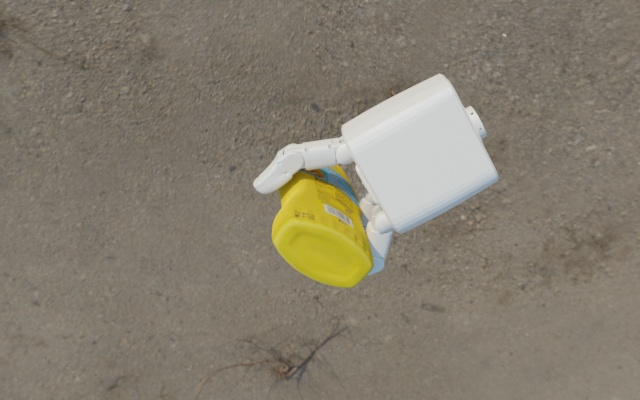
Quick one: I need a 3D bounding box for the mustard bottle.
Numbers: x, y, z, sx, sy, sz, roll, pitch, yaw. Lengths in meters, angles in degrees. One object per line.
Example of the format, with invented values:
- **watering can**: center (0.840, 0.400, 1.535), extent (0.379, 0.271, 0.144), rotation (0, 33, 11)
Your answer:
- **mustard bottle**: center (0.000, 0.002, 0.498), extent (0.096, 0.058, 0.191), rotation (30, 25, -18)
